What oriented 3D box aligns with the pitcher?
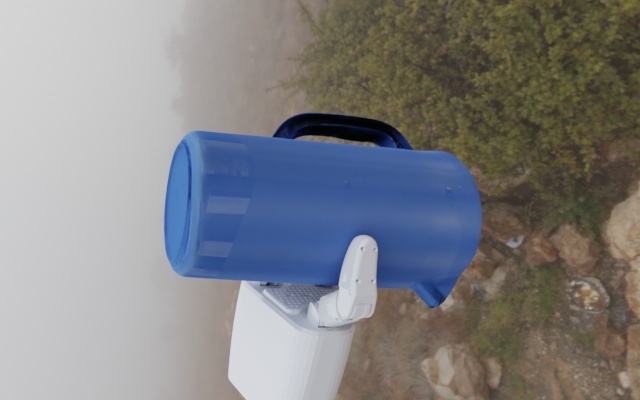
[{"bbox_3d":[0.000,0.002,0.407,0.243,0.145,0.149,5,16,-27],"label":"pitcher"}]
